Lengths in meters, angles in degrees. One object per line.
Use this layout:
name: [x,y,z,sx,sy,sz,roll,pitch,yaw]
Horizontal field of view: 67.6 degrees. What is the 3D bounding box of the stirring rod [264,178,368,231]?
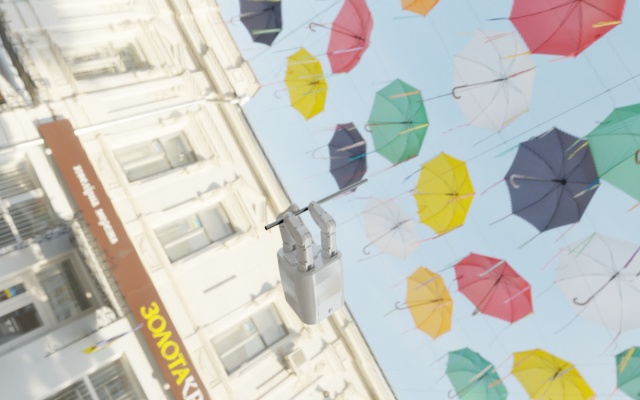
stirring rod: [0.000,0.003,0.822,0.239,0.011,0.011,-25,16,-38]
